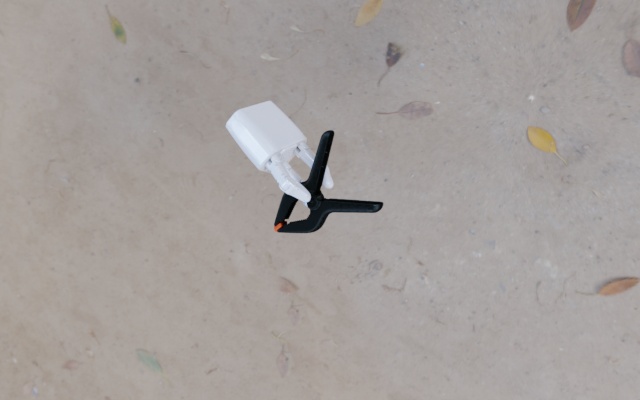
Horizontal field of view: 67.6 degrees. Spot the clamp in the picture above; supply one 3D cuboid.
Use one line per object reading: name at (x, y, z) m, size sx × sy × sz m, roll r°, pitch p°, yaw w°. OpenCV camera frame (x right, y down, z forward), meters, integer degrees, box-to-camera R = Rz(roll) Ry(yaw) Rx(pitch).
clamp at (-0.001, 0.003, 0.852) m, size 0.210 × 0.164 × 0.036 m, roll -45°, pitch -12°, yaw 25°
